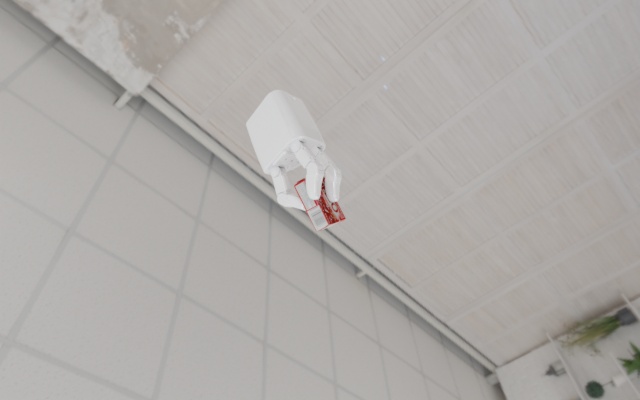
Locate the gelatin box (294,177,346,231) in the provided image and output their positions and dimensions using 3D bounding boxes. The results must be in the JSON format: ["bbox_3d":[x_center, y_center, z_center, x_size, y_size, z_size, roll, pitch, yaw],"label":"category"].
[{"bbox_3d":[0.000,0.003,0.810,0.030,0.089,0.073,-29,-7,25],"label":"gelatin box"}]
